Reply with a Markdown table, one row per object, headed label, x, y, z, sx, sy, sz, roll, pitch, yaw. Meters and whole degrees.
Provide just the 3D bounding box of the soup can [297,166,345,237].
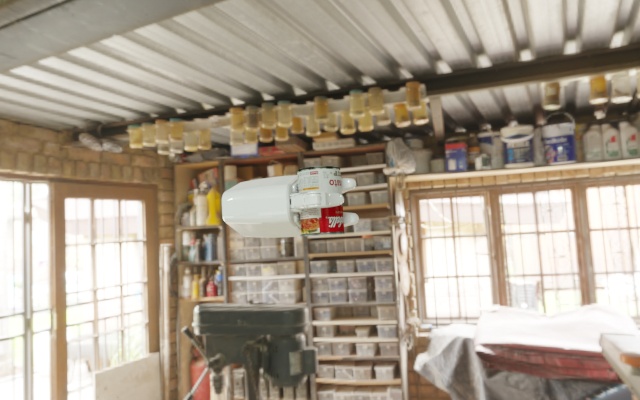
| label | x | y | z | sx | sy | sz | roll | pitch | yaw |
| --- | --- | --- | --- | --- | --- | --- | --- | --- | --- |
| soup can | 0.001 | 0.002 | 0.728 | 0.068 | 0.102 | 0.068 | -3 | -4 | 0 |
